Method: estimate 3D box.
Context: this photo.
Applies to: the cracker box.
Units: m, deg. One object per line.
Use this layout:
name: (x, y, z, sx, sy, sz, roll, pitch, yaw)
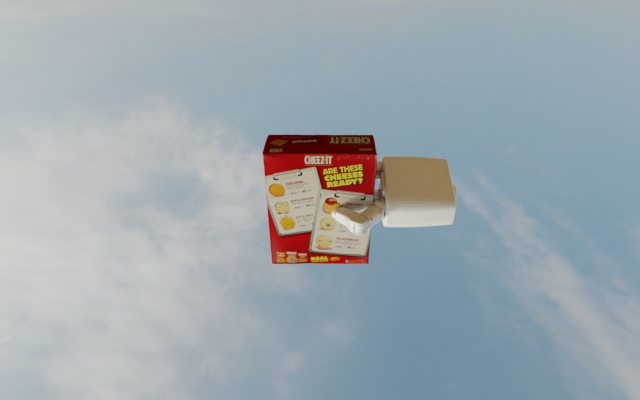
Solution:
cracker box: (0.000, 0.003, 0.756, 0.164, 0.214, 0.072, 0, 36, 1)
